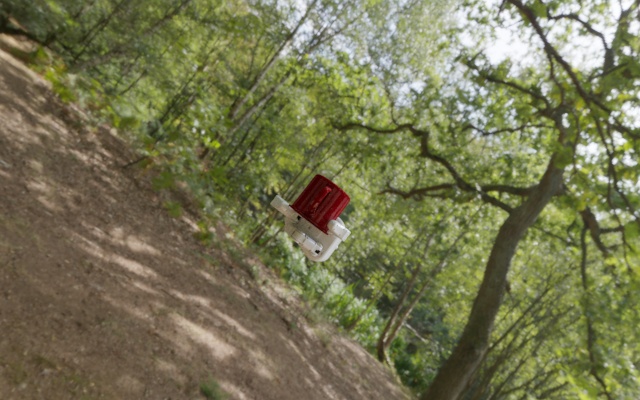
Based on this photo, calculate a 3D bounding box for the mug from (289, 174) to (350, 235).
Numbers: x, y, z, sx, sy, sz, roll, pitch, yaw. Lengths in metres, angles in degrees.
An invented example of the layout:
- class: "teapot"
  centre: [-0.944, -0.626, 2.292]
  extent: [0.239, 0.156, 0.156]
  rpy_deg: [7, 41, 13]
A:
- class: "mug"
  centre: [0.000, 0.002, 0.880]
  extent: [0.093, 0.081, 0.117]
  rpy_deg: [37, -5, 10]
